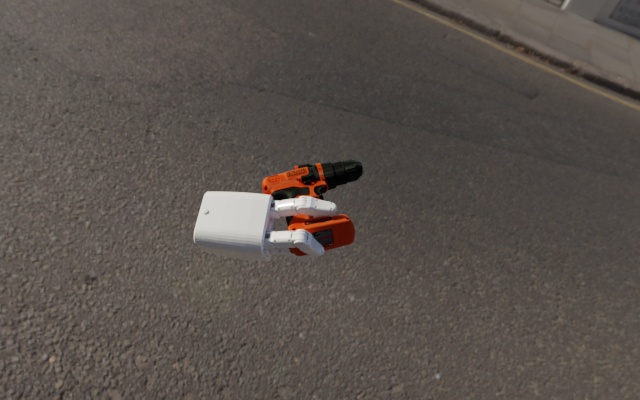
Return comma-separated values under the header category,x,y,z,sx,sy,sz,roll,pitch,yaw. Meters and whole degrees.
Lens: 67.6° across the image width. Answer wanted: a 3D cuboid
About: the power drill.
category,x,y,z,sx,sy,sz,roll,pitch,yaw
power drill,0.000,0.003,0.804,0.184,0.057,0.187,-15,37,-3
